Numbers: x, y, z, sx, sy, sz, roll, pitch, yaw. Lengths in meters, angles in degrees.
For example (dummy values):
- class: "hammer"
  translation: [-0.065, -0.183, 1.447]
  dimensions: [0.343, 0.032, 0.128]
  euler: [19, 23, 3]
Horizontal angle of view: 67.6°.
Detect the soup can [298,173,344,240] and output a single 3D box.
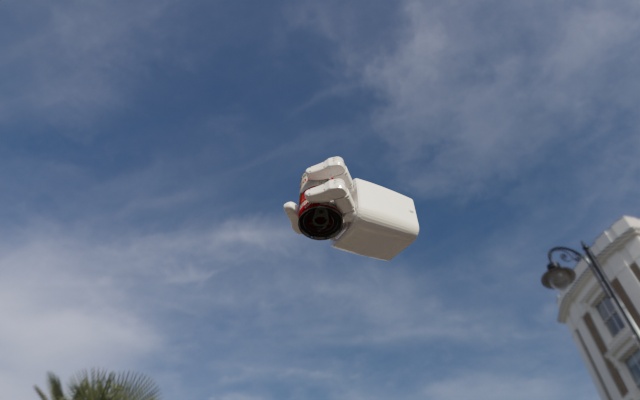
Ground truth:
- class: "soup can"
  translation: [0.000, 0.002, 0.746]
  dimensions: [0.068, 0.069, 0.102]
  euler: [0, 41, 0]
